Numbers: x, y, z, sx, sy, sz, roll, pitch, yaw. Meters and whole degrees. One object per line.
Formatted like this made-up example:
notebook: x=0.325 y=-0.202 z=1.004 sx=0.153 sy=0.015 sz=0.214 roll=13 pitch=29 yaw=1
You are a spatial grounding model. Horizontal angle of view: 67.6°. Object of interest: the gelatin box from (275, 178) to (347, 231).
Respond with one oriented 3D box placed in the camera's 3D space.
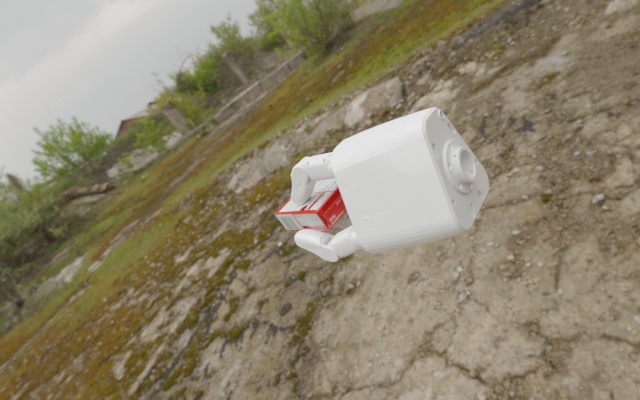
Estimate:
gelatin box: x=0.000 y=0.001 z=0.553 sx=0.089 sy=0.030 sz=0.073 roll=-5 pitch=35 yaw=53
